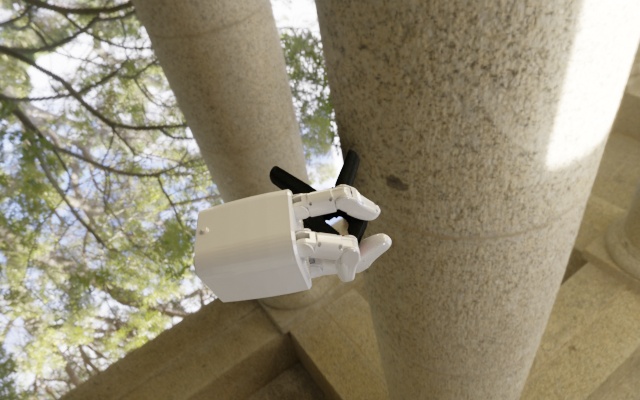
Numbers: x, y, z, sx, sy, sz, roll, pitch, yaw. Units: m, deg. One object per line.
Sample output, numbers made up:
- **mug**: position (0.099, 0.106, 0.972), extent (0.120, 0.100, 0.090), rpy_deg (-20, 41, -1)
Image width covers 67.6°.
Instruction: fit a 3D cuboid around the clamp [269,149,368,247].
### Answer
- **clamp**: position (0.000, 0.002, 0.584), extent (0.120, 0.039, 0.171), rpy_deg (-11, 43, 2)
